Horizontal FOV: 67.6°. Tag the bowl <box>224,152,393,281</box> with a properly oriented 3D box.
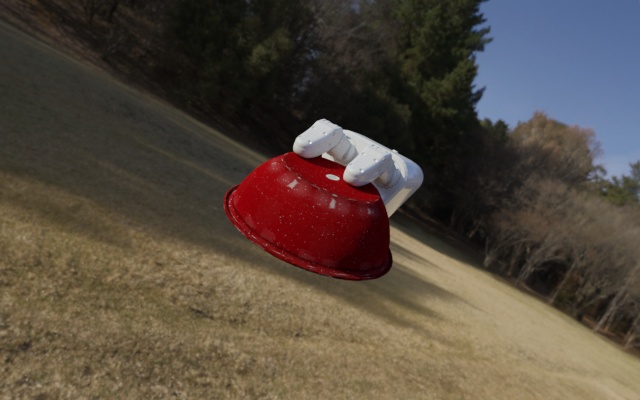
[{"bbox_3d":[0.000,0.001,0.421,0.162,0.055,0.162,20,21,-8],"label":"bowl"}]
